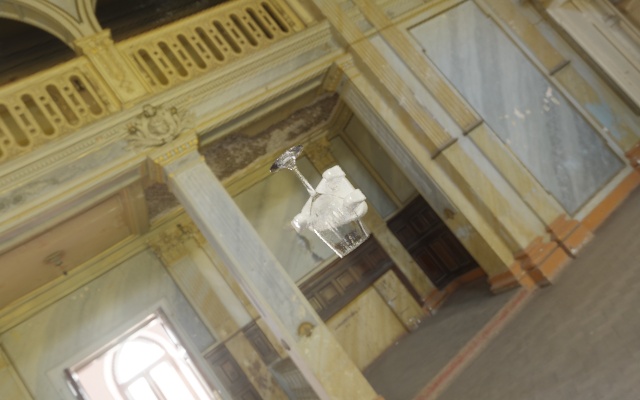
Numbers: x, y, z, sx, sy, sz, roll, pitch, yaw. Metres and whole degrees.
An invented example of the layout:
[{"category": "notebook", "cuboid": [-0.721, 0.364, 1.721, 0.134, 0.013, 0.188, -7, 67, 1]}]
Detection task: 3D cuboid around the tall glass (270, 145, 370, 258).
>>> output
[{"category": "tall glass", "cuboid": [0.000, 0.002, 0.834, 0.079, 0.201, 0.079, -37, -10, -7]}]
